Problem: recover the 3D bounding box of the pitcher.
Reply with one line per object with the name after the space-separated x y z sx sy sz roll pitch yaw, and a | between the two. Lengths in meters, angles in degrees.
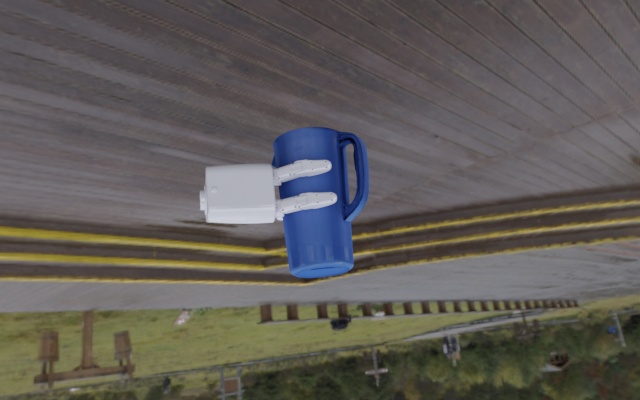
0.000 0.003 0.821 0.145 0.242 0.149 -1 -18 -15 | pitcher
